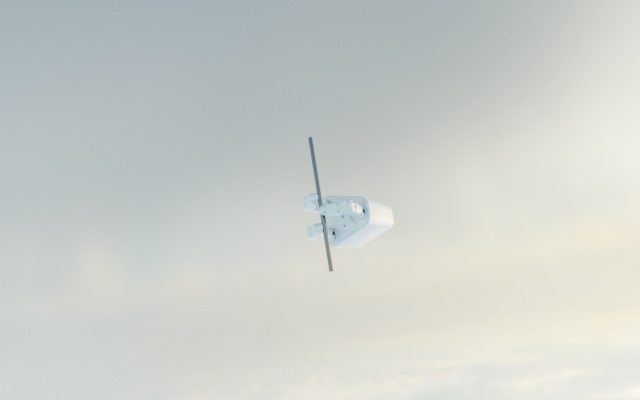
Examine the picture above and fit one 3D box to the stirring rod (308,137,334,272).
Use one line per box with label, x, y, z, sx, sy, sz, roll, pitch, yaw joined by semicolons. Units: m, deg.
stirring rod;0.000;0.003;0.824;0.011;0.239;0.011;-8;-14;-2
